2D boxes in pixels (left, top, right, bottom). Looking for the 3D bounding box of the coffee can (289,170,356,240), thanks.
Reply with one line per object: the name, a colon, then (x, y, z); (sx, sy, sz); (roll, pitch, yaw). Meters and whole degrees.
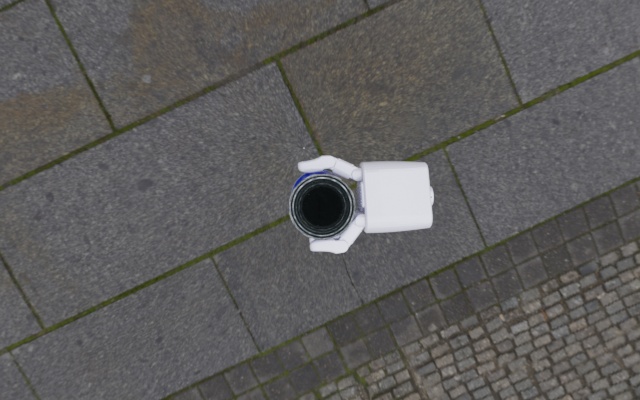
coffee can: (0.000, 0.003, 0.792); (0.103, 0.103, 0.140); (0, 6, -2)
